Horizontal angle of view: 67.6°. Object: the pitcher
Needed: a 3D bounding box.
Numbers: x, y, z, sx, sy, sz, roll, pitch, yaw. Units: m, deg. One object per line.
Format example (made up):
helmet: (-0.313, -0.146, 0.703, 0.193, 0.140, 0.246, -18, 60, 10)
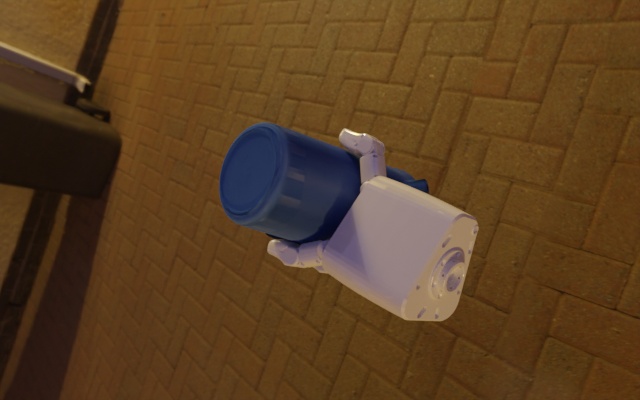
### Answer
pitcher: (0.000, 0.002, 0.564, 0.243, 0.149, 0.145, 18, 7, -45)
